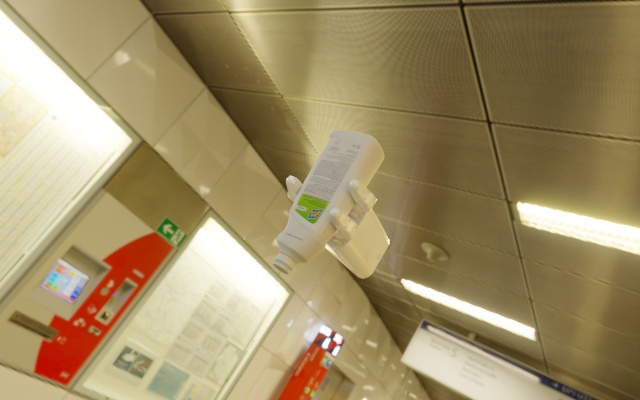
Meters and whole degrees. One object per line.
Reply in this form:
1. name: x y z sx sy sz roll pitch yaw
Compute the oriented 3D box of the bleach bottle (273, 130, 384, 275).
1. bleach bottle: 0.000 0.002 0.755 0.102 0.250 0.068 15 -27 41
